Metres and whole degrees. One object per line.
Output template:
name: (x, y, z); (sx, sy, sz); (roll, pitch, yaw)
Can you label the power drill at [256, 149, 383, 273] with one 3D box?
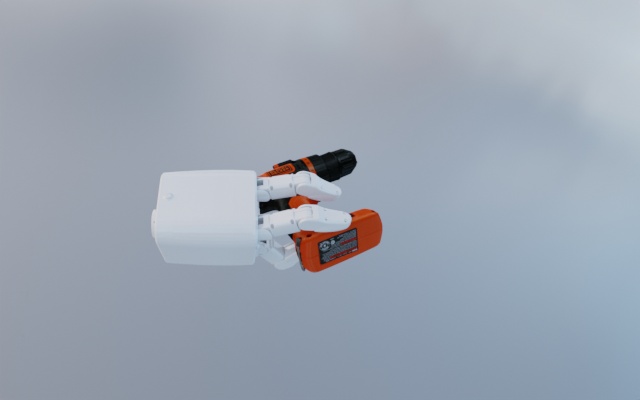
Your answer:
power drill: (0.000, 0.002, 0.623); (0.184, 0.057, 0.187); (-23, 36, -17)
